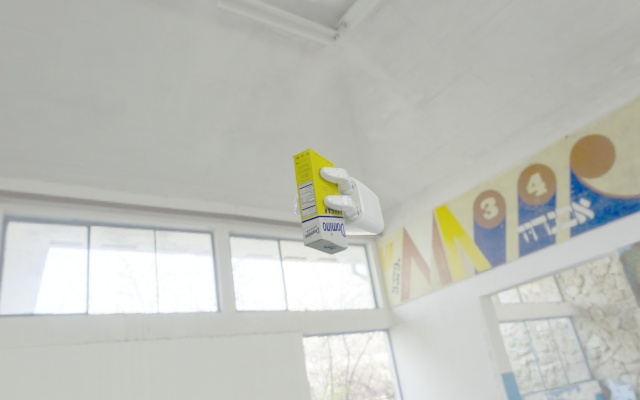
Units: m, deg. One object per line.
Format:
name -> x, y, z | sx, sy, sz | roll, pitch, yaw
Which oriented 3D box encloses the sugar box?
sugar box -> 0.001, 0.003, 0.863 | 0.048, 0.176, 0.093 | -23, -26, 26
